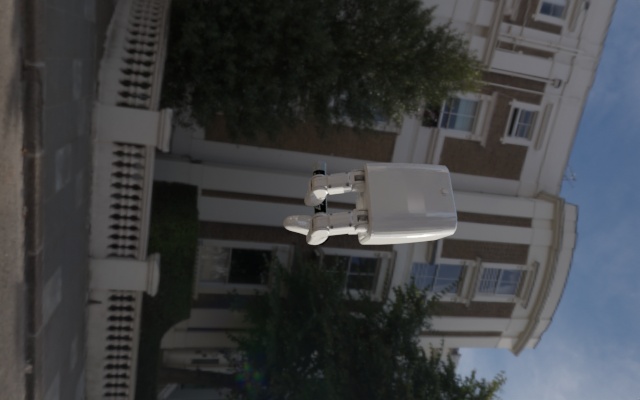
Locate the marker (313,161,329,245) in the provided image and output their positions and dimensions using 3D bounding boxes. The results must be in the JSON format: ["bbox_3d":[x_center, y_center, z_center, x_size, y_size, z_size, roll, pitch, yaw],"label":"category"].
[{"bbox_3d":[0.000,0.002,0.647,0.020,0.121,0.020,-2,-26,-1],"label":"marker"}]
